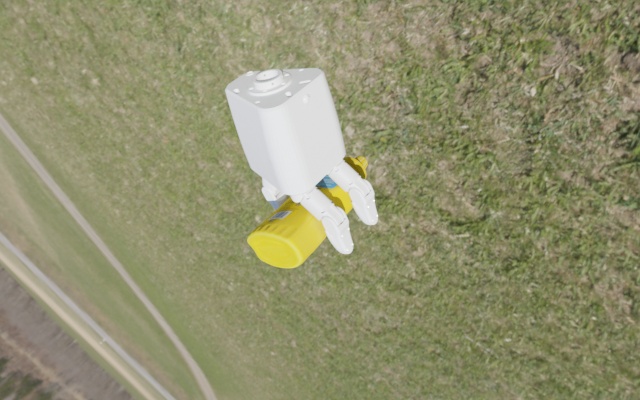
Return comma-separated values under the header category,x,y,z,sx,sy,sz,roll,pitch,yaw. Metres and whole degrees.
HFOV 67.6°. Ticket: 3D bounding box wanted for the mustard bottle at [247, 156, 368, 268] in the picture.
category,x,y,z,sx,sy,sz,roll,pitch,yaw
mustard bottle,0.000,0.002,0.602,0.096,0.058,0.191,-8,30,52
